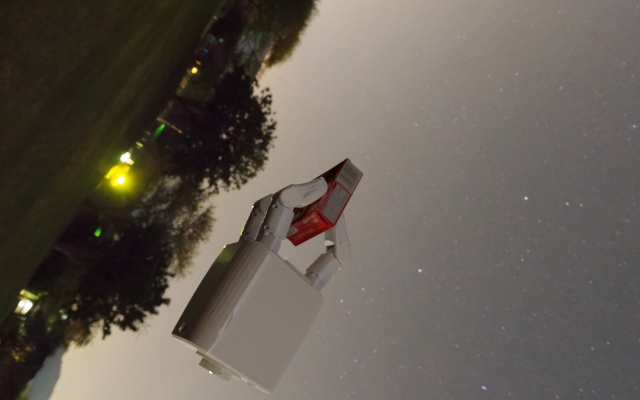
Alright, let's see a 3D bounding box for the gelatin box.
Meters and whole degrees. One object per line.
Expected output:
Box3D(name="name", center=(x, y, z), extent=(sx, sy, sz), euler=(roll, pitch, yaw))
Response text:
Box3D(name="gelatin box", center=(0.001, 0.002, 0.529), extent=(0.030, 0.089, 0.073), euler=(43, -39, -15))
